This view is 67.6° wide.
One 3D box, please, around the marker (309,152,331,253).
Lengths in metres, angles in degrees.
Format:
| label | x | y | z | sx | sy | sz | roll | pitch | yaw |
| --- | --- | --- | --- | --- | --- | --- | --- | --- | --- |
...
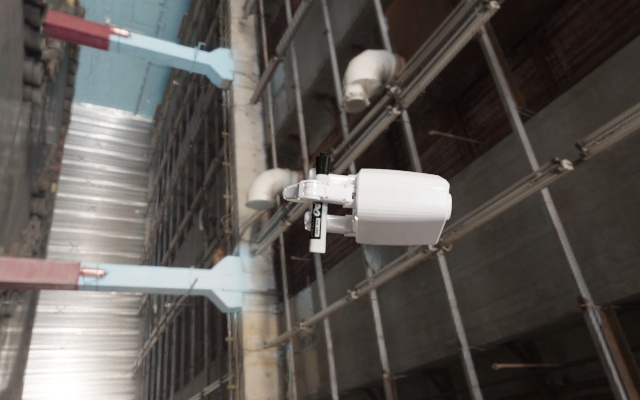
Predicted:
| label | x | y | z | sx | sy | sz | roll | pitch | yaw |
| --- | --- | --- | --- | --- | --- | --- | --- | --- | --- |
| marker | 0.000 | 0.002 | 0.571 | 0.020 | 0.121 | 0.020 | 4 | -8 | 1 |
